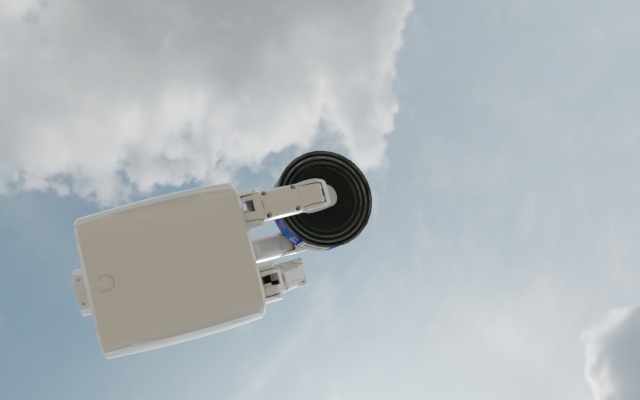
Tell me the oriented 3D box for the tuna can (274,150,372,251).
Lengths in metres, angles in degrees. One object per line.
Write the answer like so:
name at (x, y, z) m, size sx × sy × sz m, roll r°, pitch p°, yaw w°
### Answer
tuna can at (0.000, 0.002, 0.424) m, size 0.086 × 0.086 × 0.034 m, roll 0°, pitch -13°, yaw -17°
